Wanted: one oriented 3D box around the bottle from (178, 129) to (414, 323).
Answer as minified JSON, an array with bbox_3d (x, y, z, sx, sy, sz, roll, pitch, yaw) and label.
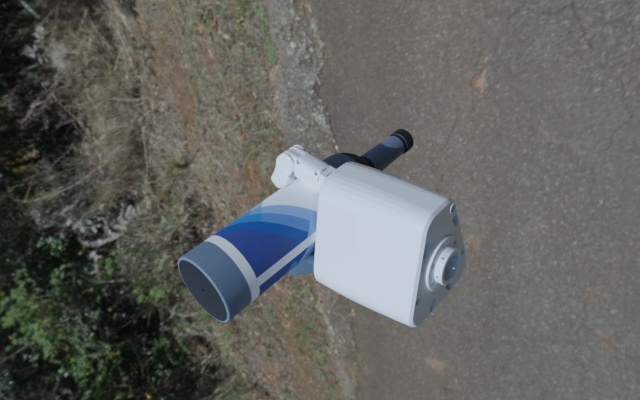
[{"bbox_3d":[0.000,0.002,0.477,0.295,0.069,0.069,-37,23,-34],"label":"bottle"}]
